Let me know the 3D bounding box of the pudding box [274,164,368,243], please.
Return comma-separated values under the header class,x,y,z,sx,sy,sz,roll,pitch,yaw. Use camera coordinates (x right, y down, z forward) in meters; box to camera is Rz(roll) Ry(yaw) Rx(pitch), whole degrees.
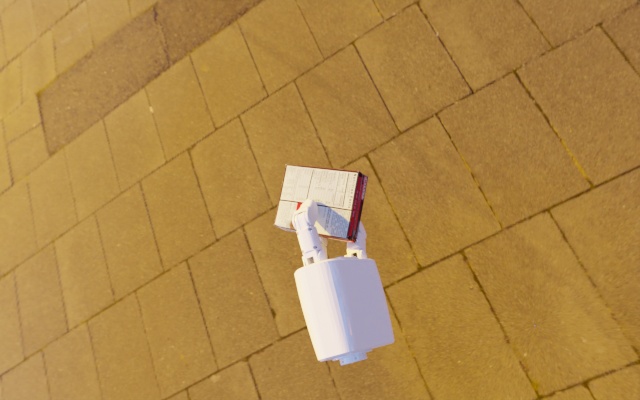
class,x,y,z,sx,sy,sz,roll,pitch,yaw
pudding box,0.000,0.002,0.632,0.113,0.090,0.039,8,-7,24
